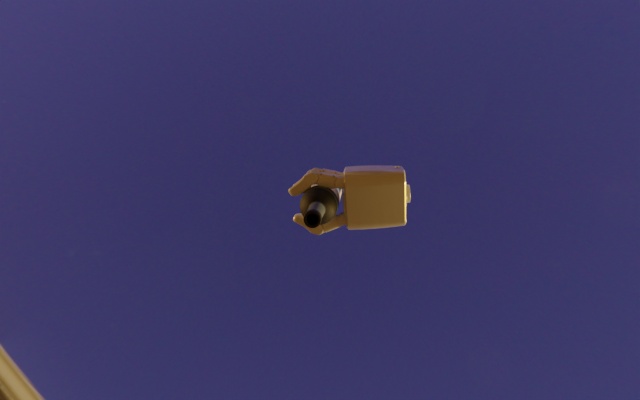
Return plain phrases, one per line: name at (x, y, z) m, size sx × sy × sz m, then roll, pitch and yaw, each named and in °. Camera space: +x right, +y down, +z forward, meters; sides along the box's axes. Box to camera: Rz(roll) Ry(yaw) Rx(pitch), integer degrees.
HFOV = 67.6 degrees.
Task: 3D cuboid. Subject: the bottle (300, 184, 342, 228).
bottle at (0.000, 0.003, 0.865) m, size 0.069 × 0.069 × 0.295 m, roll 0°, pitch 10°, yaw 5°
